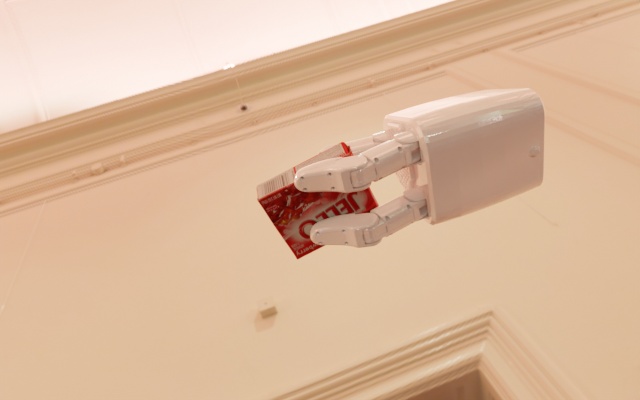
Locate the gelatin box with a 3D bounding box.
[{"bbox_3d":[0.000,0.001,0.418,0.089,0.073,0.030,-26,32,6],"label":"gelatin box"}]
